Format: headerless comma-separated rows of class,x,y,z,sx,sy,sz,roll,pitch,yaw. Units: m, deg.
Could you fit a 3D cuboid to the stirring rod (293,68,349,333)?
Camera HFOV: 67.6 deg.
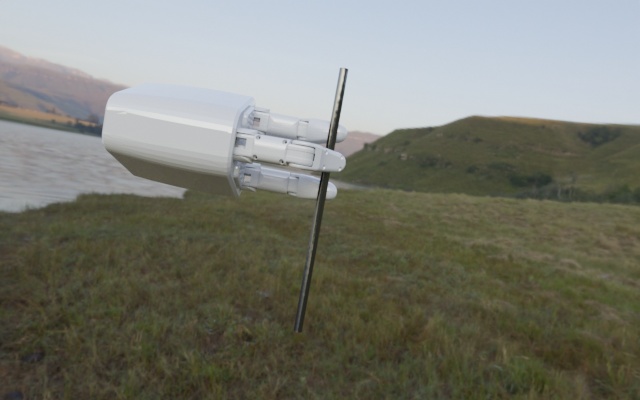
stirring rod,0.000,0.002,0.431,0.011,0.239,0.011,10,3,-1
